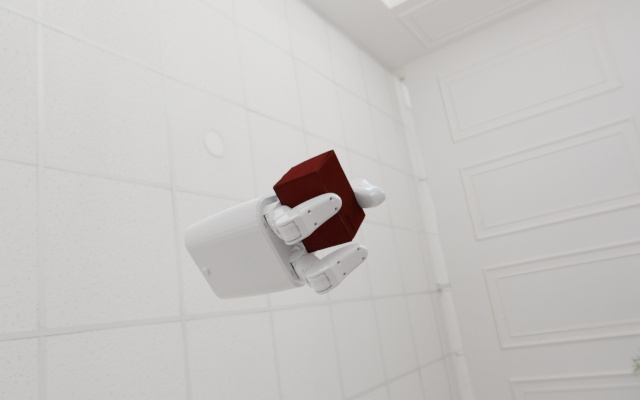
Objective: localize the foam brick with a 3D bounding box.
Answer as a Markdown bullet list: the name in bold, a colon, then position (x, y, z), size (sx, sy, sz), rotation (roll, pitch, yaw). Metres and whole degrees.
- **foam brick**: position (0.000, 0.001, 0.459), size (0.051, 0.078, 0.053), rotation (-18, 19, 29)
